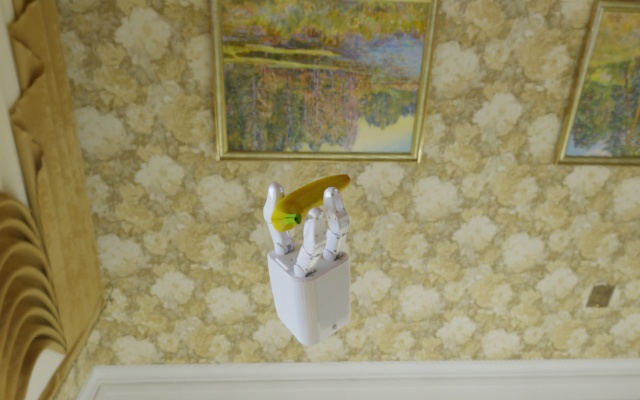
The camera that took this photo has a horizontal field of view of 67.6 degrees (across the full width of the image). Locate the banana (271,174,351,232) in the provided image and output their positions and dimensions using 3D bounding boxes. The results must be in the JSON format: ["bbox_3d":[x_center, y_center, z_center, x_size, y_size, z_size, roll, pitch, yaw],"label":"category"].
[{"bbox_3d":[-0.018,0.004,0.657,0.069,0.037,0.197,-4,17,24],"label":"banana"}]
